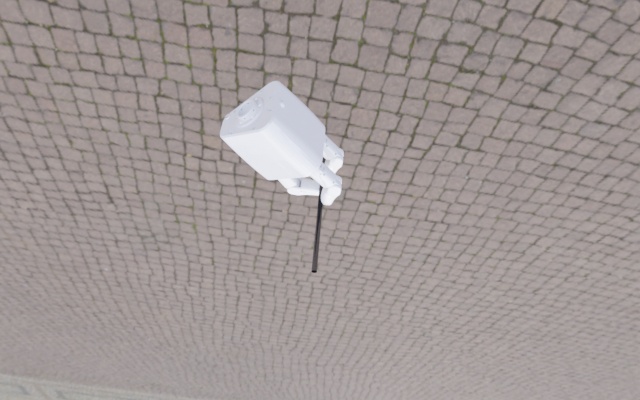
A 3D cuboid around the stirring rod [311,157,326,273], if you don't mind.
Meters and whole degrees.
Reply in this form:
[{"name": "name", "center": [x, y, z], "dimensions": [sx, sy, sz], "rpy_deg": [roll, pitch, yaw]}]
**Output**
[{"name": "stirring rod", "center": [0.000, 0.002, 0.743], "dimensions": [0.011, 0.239, 0.011], "rpy_deg": [4, -35, 2]}]
